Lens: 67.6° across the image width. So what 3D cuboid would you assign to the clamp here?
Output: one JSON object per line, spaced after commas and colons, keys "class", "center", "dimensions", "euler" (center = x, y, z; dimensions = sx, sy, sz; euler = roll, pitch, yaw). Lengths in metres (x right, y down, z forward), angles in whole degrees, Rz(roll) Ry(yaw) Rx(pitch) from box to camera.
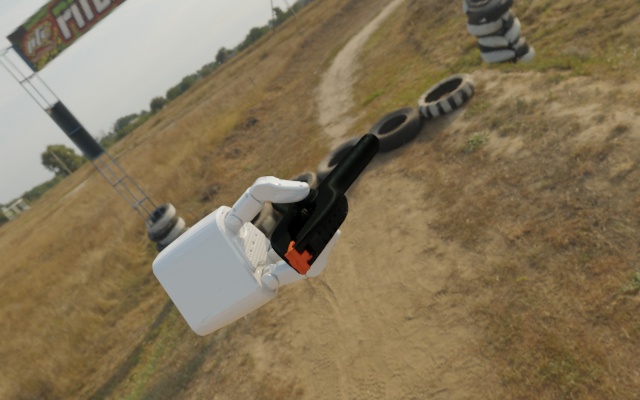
{"class": "clamp", "center": [-0.001, 0.001, 0.522], "dimensions": [0.164, 0.036, 0.210], "euler": [-35, 18, 17]}
